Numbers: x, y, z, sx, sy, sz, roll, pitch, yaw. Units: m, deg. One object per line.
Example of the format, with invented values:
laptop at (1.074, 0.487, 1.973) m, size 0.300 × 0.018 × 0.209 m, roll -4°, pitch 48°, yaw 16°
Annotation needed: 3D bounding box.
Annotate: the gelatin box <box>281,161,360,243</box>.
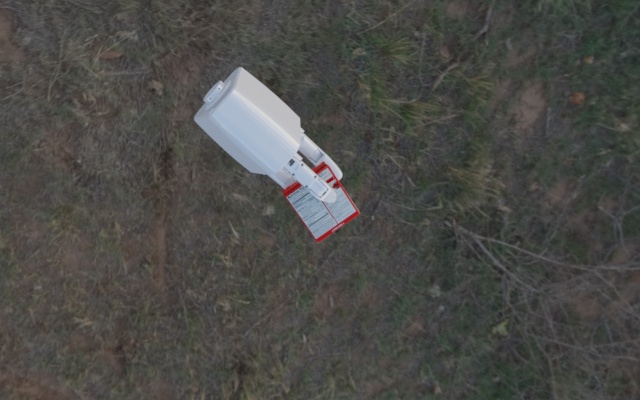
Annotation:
gelatin box at (0.000, 0.003, 0.660) m, size 0.073 × 0.089 × 0.030 m, roll -35°, pitch 21°, yaw -2°
